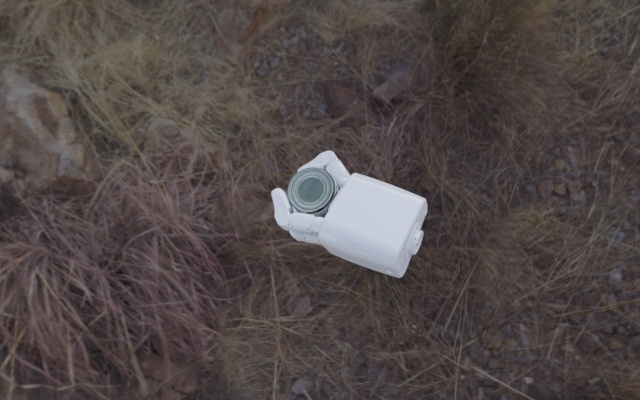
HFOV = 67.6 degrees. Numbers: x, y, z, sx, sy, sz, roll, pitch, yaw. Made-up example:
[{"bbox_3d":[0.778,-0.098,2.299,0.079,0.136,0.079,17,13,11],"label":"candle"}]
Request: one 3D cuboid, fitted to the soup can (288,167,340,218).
[{"bbox_3d":[0.000,0.002,0.680,0.068,0.068,0.102,0,-19,16],"label":"soup can"}]
